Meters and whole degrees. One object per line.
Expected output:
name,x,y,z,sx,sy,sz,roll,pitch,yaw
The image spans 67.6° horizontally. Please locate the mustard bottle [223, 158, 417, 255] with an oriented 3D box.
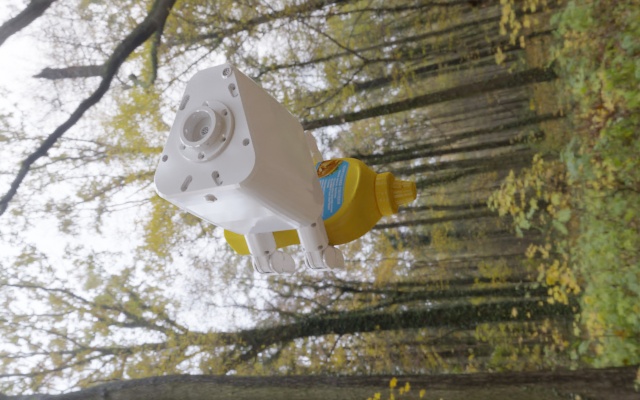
mustard bottle,0.000,0.002,0.481,0.191,0.096,0.058,-8,-44,22
